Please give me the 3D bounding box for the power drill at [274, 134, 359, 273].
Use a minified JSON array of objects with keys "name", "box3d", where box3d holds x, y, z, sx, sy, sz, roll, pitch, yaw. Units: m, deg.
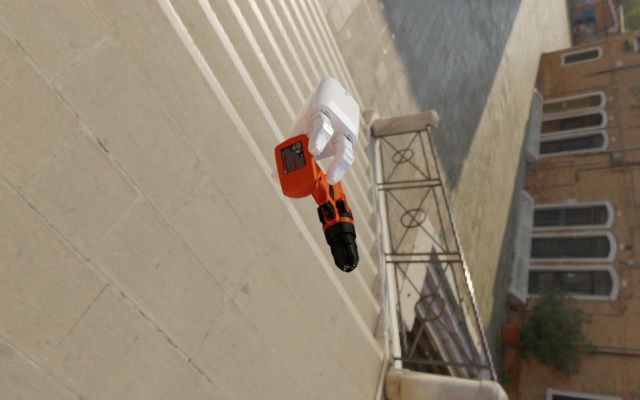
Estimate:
[{"name":"power drill","box3d":[0.000,0.002,0.735,0.057,0.184,0.188,-23,-37,11]}]
